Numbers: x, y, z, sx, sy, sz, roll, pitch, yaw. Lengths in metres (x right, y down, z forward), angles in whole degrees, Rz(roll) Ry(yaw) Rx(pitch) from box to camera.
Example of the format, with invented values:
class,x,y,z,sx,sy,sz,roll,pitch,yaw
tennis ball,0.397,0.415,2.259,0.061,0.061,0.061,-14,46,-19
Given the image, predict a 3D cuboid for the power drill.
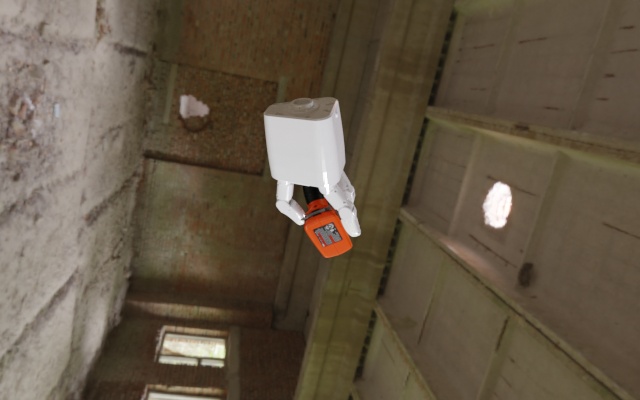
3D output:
class,x,y,z,sx,sy,sz,roll,pitch,yaw
power drill,0.000,0.003,0.824,0.057,0.187,0.184,-25,-43,7
